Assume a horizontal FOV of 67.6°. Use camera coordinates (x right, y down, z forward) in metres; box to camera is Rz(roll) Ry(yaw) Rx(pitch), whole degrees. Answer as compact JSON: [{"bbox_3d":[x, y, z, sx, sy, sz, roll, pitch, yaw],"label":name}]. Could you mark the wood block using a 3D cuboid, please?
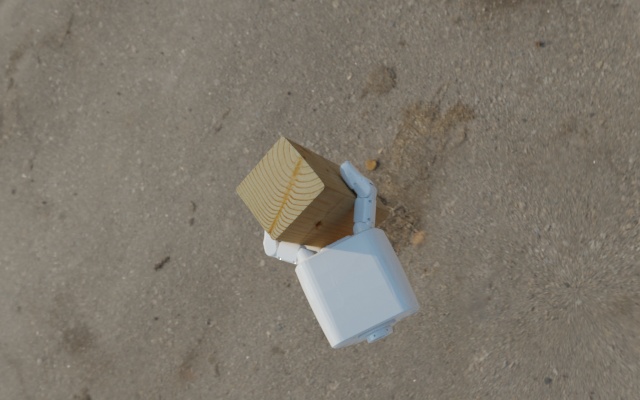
[{"bbox_3d":[0.000,0.002,0.633,0.090,0.091,0.206,50,15,26],"label":"wood block"}]
